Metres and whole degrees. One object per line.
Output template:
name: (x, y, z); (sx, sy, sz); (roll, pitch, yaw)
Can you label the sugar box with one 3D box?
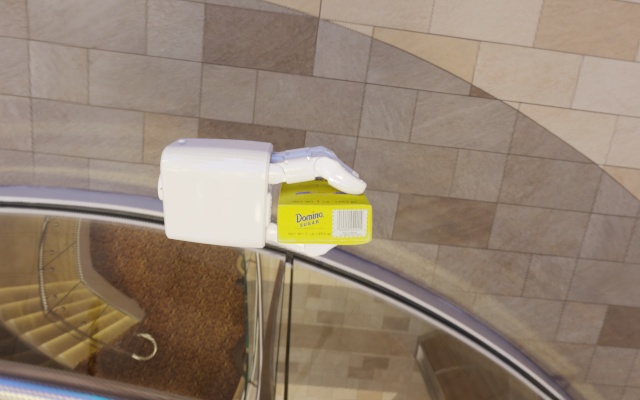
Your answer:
sugar box: (0.000, 0.001, 0.541); (0.093, 0.048, 0.176); (1, 16, -4)
